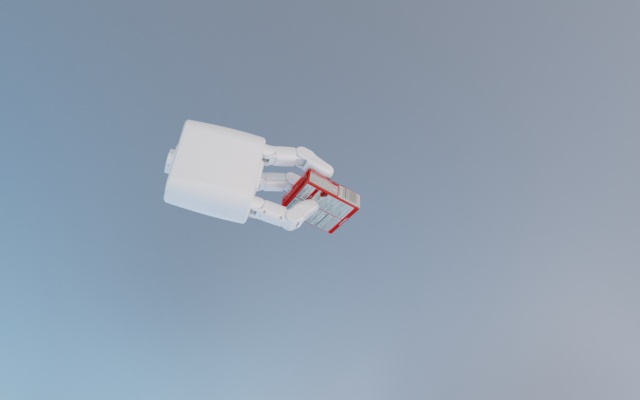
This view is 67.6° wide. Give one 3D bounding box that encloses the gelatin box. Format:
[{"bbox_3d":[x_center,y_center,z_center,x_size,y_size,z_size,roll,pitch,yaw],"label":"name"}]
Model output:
[{"bbox_3d":[0.000,0.003,0.669,0.089,0.030,0.073,27,-46,-19],"label":"gelatin box"}]
